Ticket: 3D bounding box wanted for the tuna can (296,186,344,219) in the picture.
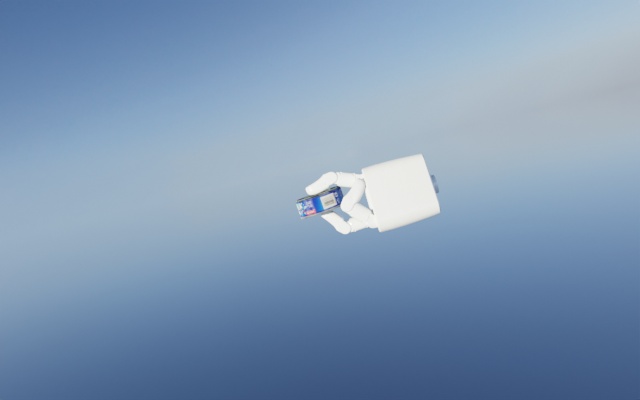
[{"bbox_3d":[0.000,0.002,0.850,0.086,0.034,0.086,-19,4,1],"label":"tuna can"}]
